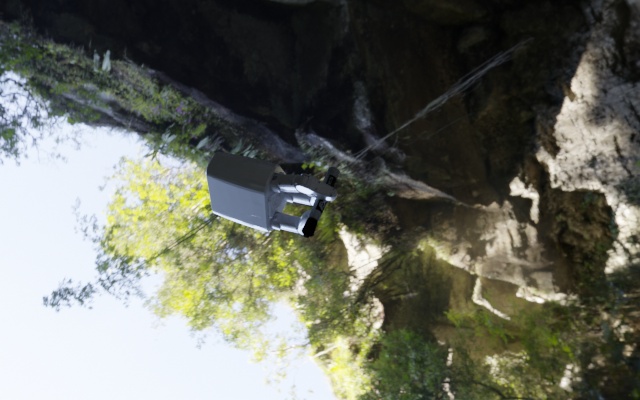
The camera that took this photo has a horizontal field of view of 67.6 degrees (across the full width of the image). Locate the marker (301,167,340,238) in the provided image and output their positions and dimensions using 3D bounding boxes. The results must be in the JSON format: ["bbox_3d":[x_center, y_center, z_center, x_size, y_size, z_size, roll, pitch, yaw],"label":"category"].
[{"bbox_3d":[0.000,0.002,0.702,0.020,0.121,0.020,18,-29,10],"label":"marker"}]
